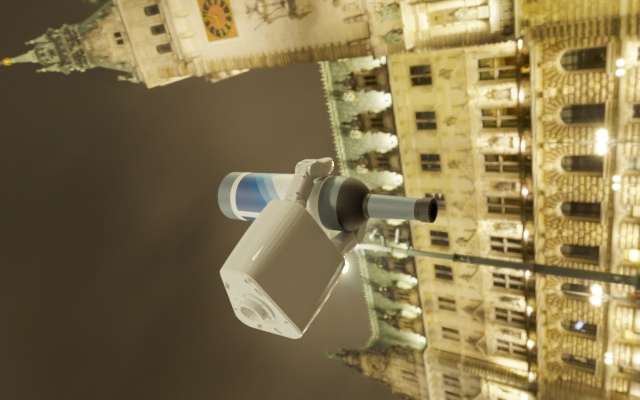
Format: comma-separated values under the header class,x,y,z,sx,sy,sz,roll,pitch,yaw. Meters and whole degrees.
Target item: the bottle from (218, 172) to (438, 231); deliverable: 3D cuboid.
class,x,y,z,sx,sy,sz,roll,pitch,yaw
bottle,0.000,0.002,0.595,0.295,0.069,0.069,4,2,34
